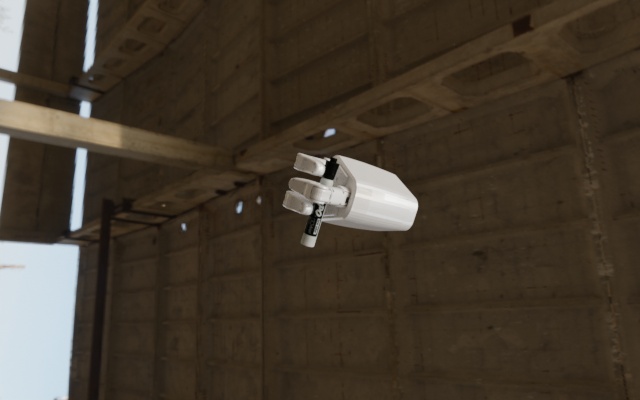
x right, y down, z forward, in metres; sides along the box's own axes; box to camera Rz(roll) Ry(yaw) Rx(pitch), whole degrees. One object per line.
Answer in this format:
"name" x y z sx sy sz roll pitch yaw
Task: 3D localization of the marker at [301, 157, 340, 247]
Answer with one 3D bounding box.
"marker" 0.000 0.002 0.627 0.020 0.121 0.020 17 8 -3
